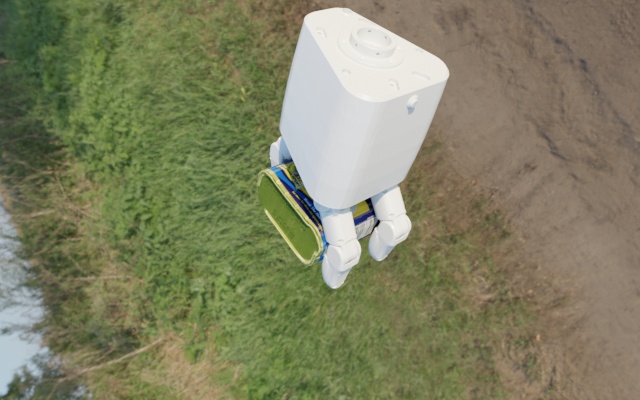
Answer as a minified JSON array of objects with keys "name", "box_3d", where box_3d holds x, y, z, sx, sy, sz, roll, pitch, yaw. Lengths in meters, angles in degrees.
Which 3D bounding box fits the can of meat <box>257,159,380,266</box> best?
[{"name":"can of meat","box_3d":[0.000,0.002,0.450,0.084,0.102,0.057,-24,-27,-32]}]
